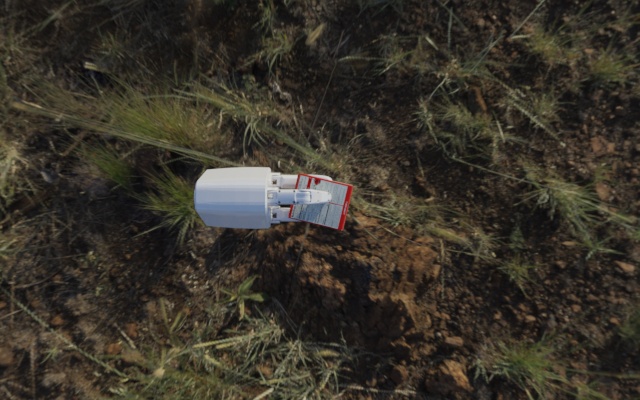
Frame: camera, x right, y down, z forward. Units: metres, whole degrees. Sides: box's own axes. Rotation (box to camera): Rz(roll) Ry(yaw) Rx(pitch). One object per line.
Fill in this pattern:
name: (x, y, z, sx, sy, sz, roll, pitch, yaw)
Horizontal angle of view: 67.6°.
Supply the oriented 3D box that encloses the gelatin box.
gelatin box: (0.000, 0.003, 0.752, 0.089, 0.073, 0.030, 13, -1, 2)
